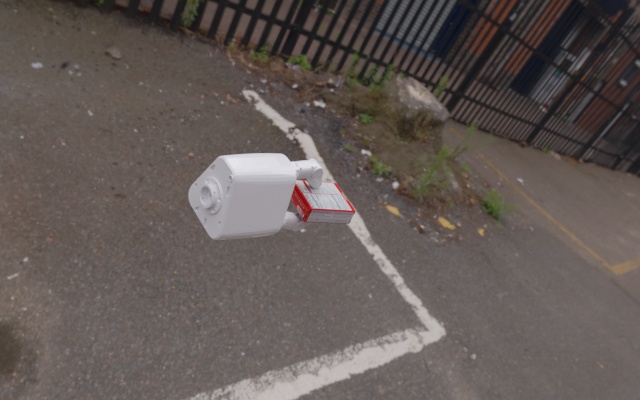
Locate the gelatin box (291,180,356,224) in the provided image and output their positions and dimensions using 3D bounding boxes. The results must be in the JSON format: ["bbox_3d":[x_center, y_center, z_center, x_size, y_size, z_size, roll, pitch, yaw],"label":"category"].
[{"bbox_3d":[0.001,0.002,0.749,0.089,0.030,0.073,3,38,-35],"label":"gelatin box"}]
